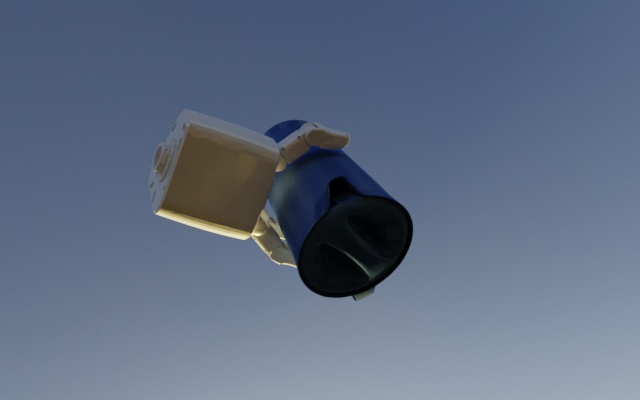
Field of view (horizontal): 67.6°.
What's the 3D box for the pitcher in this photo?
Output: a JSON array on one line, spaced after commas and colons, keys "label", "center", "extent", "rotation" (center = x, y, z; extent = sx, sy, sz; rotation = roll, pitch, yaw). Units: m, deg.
[{"label": "pitcher", "center": [0.000, 0.002, 0.596], "extent": [0.145, 0.149, 0.242], "rotation": [18, 23, -32]}]
